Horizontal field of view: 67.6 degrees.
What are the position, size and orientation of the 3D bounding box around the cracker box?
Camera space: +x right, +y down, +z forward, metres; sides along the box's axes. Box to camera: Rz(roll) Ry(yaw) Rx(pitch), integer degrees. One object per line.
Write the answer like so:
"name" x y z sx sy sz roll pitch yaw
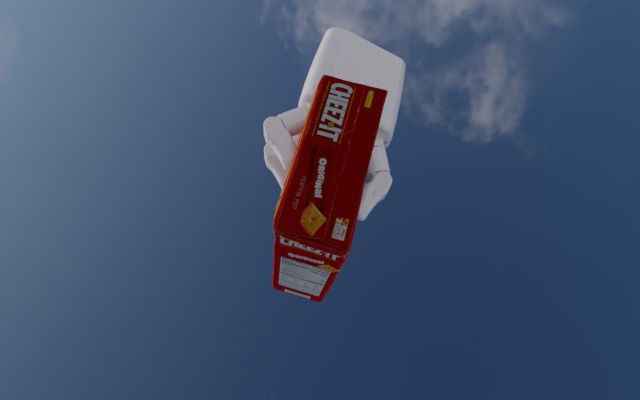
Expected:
"cracker box" 0.000 0.002 0.501 0.072 0.164 0.214 15 -23 0
